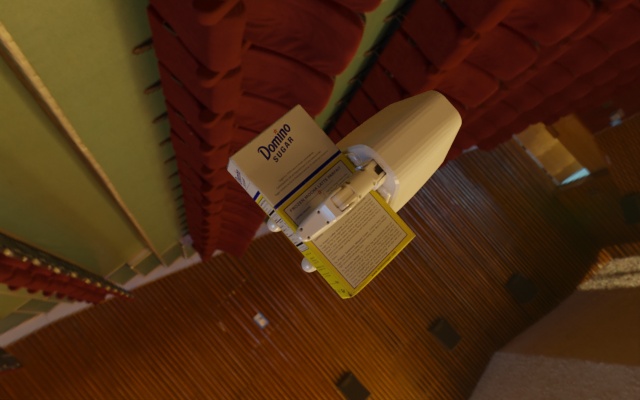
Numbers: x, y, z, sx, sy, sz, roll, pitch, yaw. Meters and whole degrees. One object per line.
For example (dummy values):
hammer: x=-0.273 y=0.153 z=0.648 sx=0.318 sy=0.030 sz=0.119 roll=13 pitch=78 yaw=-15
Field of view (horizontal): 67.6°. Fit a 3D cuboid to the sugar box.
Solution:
sugar box: x=0.000 y=0.002 z=0.474 sx=0.093 sy=0.176 sz=0.048 roll=-41 pitch=-1 yaw=-20
